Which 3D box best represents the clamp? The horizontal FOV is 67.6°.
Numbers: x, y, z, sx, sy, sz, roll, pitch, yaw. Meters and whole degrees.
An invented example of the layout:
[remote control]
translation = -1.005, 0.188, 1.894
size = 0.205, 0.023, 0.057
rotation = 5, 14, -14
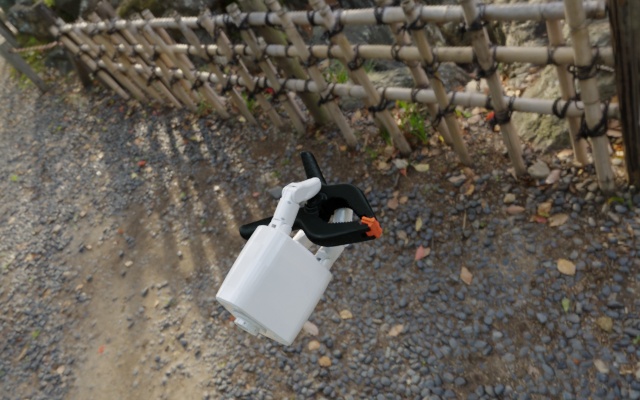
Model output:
[clamp]
translation = 0.000, 0.002, 0.648
size = 0.210, 0.164, 0.036
rotation = 10, -30, 40
